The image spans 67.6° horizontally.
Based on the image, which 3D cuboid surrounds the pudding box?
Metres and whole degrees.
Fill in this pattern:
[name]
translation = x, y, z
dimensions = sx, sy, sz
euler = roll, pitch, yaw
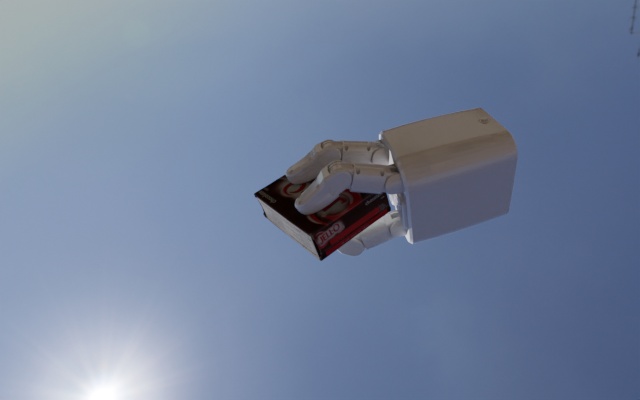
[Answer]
[pudding box]
translation = 0.000, 0.002, 0.479
dimensions = 0.090, 0.039, 0.113
euler = -33, 34, -21
